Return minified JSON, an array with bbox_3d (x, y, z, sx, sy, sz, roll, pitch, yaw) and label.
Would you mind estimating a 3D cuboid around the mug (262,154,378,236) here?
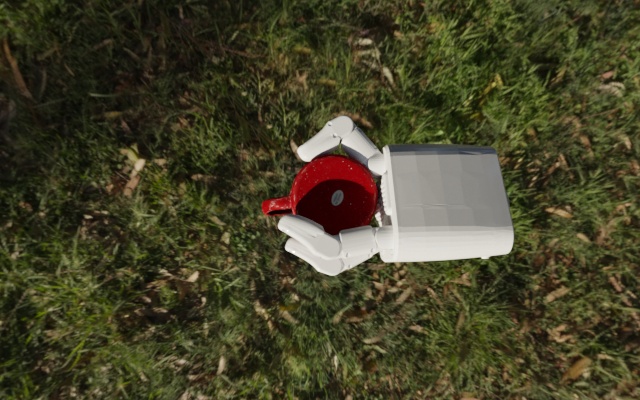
[{"bbox_3d":[-0.001,0.002,0.478,0.117,0.093,0.081,-2,-8,-2],"label":"mug"}]
